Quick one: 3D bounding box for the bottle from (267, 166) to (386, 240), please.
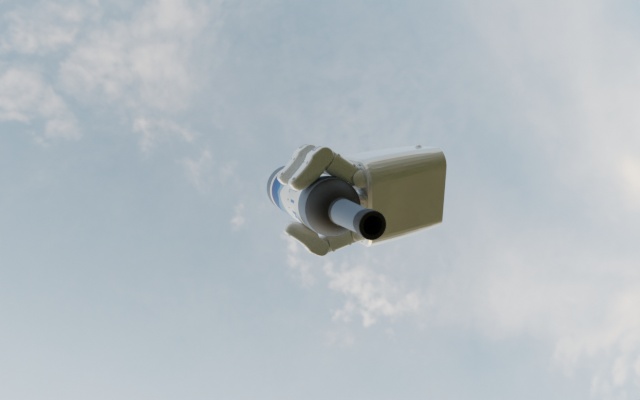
[{"bbox_3d":[0.000,0.002,0.567,0.069,0.069,0.295,0,8,-19],"label":"bottle"}]
